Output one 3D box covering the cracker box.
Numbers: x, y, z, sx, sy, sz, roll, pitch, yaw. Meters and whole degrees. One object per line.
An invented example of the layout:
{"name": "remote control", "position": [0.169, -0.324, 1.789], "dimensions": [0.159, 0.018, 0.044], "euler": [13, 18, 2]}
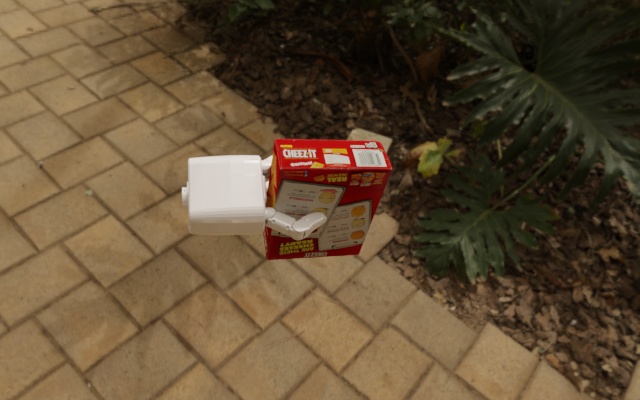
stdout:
{"name": "cracker box", "position": [0.000, 0.002, 0.749], "dimensions": [0.164, 0.072, 0.214], "euler": [-1, -41, -14]}
